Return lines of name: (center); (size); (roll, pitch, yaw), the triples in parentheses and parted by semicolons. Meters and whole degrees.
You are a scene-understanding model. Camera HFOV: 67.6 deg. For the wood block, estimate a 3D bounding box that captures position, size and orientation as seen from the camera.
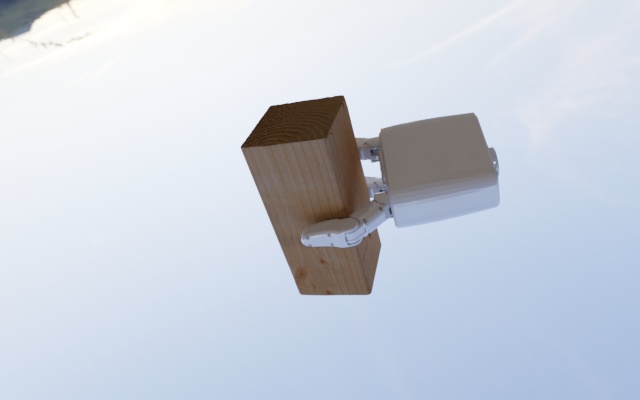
wood block: (0.000, 0.002, 0.528); (0.090, 0.206, 0.090); (-4, 36, 20)
